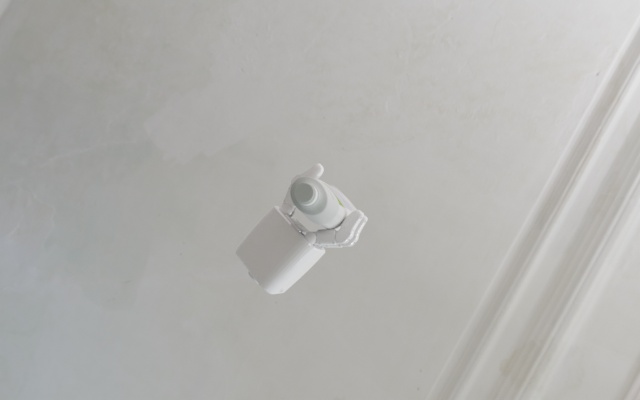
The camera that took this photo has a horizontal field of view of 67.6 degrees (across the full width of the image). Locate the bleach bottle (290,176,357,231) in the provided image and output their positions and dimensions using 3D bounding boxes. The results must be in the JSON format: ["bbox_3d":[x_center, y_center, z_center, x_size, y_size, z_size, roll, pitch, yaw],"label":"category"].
[{"bbox_3d":[0.000,0.003,0.777,0.102,0.068,0.251,46,3,16],"label":"bleach bottle"}]
